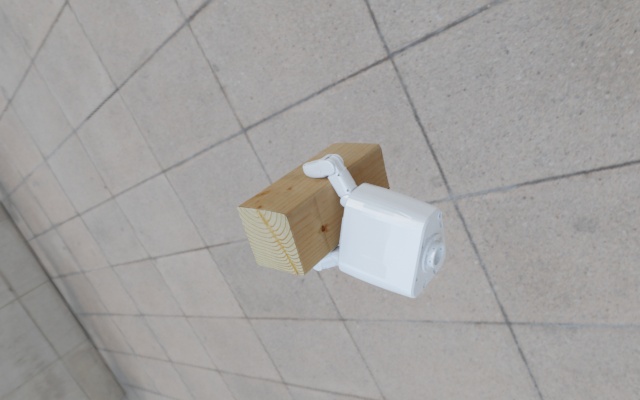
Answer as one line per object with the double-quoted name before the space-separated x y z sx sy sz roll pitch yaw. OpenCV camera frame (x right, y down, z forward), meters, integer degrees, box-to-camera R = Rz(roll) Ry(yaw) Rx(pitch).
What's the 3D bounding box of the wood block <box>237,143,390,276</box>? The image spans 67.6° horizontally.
"wood block" 0.000 0.002 0.655 0.090 0.091 0.206 7 32 40
